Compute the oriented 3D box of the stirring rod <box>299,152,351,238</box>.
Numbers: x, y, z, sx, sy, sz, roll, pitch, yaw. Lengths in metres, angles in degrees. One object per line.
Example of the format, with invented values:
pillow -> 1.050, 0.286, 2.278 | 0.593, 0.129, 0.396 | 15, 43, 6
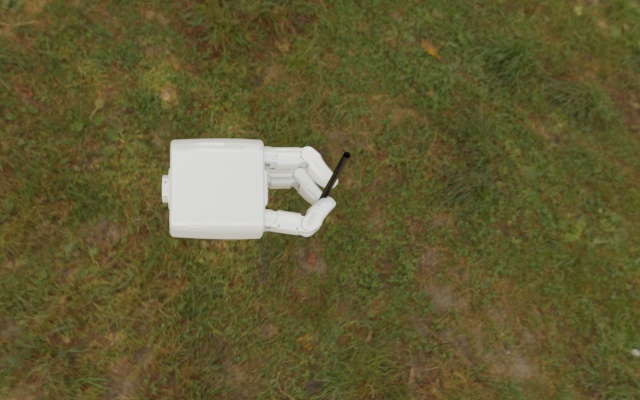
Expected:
stirring rod -> 0.000, 0.002, 0.611 | 0.011, 0.011, 0.240 | 0, -25, -15
